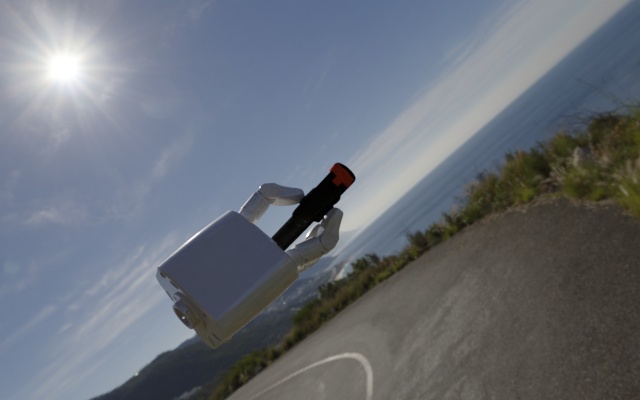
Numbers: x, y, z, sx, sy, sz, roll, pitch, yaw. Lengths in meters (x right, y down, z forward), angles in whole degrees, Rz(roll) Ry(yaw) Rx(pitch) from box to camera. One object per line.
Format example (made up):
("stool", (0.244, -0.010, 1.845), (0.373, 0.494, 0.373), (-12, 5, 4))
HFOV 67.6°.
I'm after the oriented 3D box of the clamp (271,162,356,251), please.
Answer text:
("clamp", (0.000, 0.001, 0.609), (0.164, 0.036, 0.210), (-43, -3, -33))
